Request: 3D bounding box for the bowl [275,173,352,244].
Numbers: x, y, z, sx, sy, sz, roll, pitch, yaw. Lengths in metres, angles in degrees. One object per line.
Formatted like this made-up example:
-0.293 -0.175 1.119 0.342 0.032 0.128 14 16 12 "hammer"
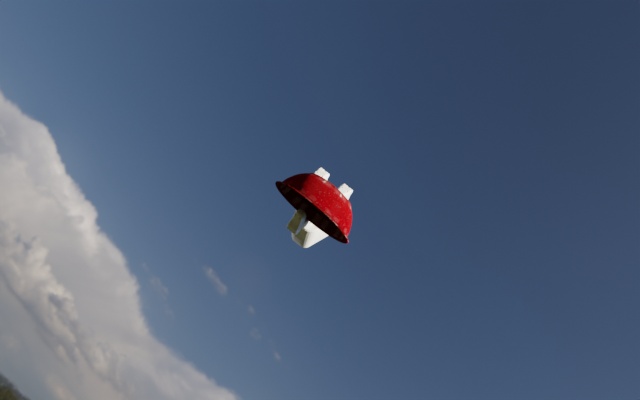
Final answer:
0.001 0.002 0.823 0.162 0.055 0.162 38 -11 9 "bowl"
